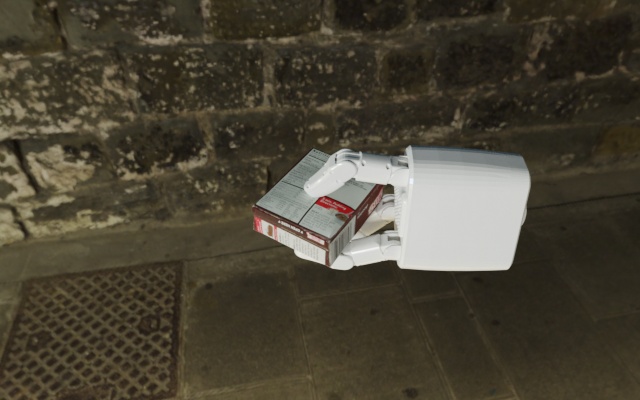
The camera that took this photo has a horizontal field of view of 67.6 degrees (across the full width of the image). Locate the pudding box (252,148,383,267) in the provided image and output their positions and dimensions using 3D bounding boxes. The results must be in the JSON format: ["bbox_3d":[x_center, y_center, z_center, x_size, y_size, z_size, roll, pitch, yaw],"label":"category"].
[{"bbox_3d":[0.000,0.001,0.479,0.090,0.039,0.113,23,46,22],"label":"pudding box"}]
